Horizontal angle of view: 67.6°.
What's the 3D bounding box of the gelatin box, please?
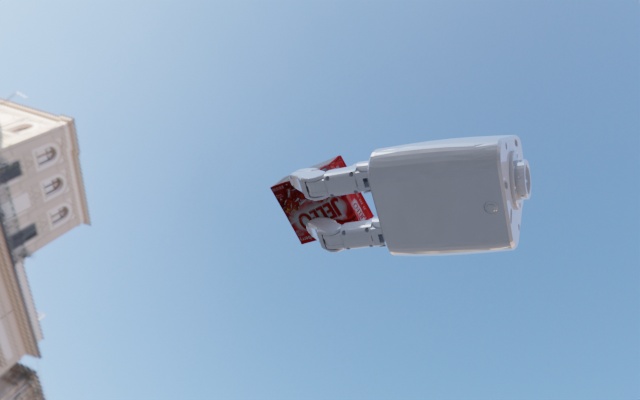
[{"bbox_3d":[0.000,0.001,0.496,0.089,0.073,0.030,-18,16,41],"label":"gelatin box"}]
